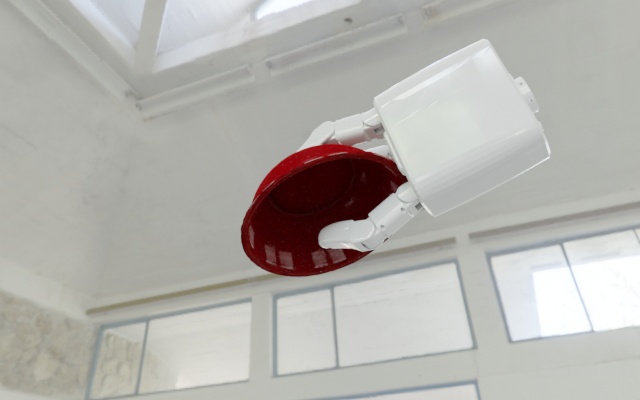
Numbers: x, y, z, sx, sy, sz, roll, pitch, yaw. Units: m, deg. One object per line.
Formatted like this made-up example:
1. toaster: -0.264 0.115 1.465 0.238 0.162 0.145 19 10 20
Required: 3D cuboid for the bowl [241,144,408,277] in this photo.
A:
1. bowl: -0.001 0.002 0.449 0.162 0.162 0.055 0 44 -26
